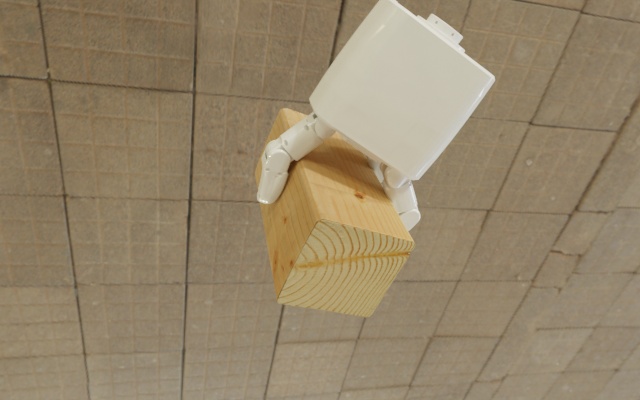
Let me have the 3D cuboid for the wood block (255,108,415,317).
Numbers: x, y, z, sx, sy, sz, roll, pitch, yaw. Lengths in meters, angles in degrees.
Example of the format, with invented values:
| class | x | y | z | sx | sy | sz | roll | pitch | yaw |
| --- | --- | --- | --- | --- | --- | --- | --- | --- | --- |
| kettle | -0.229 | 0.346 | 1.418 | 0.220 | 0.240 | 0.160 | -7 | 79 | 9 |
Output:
| class | x | y | z | sx | sy | sz | roll | pitch | yaw |
| --- | --- | --- | --- | --- | --- | --- | --- | --- | --- |
| wood block | 0.000 | 0.001 | 0.466 | 0.091 | 0.090 | 0.206 | 15 | 29 | -22 |
